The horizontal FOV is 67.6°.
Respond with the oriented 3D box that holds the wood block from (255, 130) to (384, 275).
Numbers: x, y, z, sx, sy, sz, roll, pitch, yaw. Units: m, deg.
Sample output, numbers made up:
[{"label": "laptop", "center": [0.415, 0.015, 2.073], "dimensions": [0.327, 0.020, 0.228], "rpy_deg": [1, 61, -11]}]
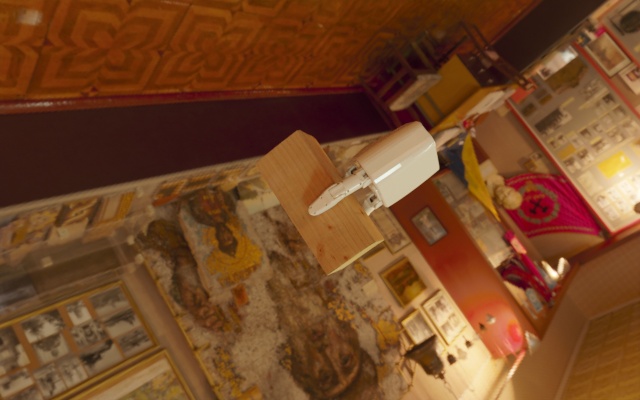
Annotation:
[{"label": "wood block", "center": [0.000, 0.002, 0.752], "dimensions": [0.090, 0.206, 0.091], "rpy_deg": [-36, -11, 13]}]
